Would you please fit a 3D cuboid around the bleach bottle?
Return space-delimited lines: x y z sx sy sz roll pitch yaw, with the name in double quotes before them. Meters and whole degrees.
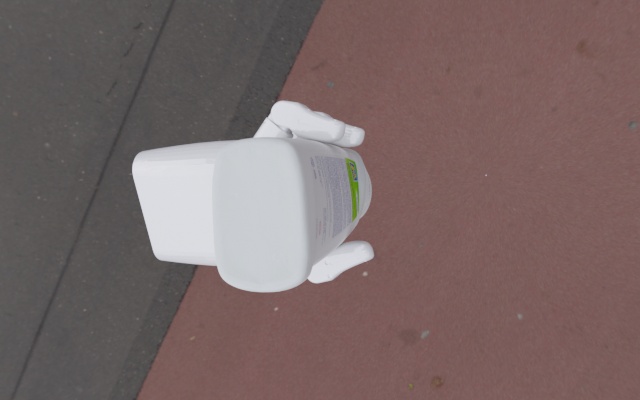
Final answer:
"bleach bottle" 0.000 0.001 0.415 0.068 0.102 0.251 -2 2 19
